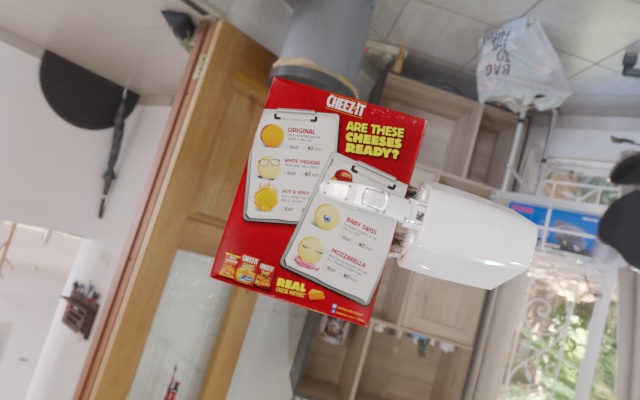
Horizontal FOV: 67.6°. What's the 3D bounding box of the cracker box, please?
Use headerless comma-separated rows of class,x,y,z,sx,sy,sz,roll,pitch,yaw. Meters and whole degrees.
cracker box,0.000,0.002,0.499,0.164,0.213,0.072,17,-6,3
